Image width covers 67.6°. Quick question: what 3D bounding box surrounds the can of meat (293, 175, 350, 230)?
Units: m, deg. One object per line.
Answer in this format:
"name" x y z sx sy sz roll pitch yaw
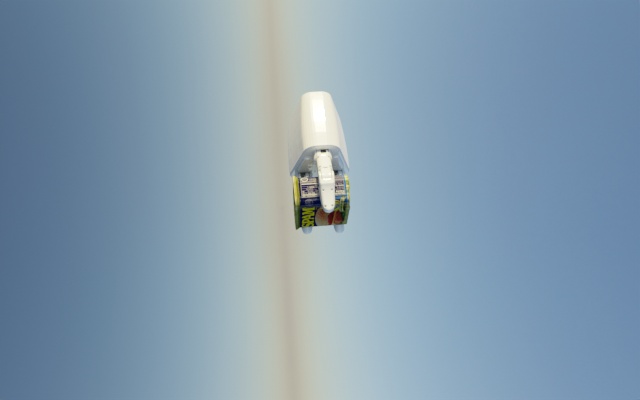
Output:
"can of meat" 0.000 0.002 0.748 0.084 0.057 0.102 -4 -28 -5
